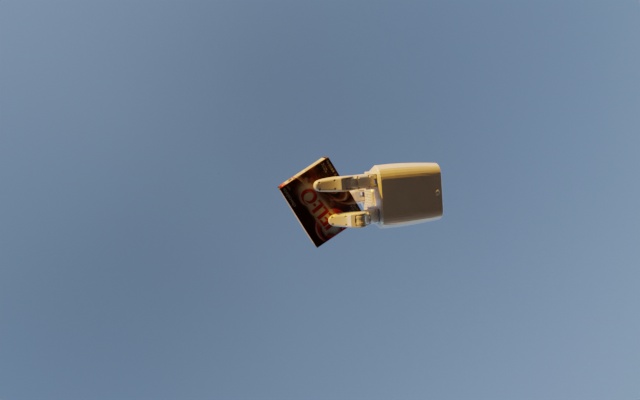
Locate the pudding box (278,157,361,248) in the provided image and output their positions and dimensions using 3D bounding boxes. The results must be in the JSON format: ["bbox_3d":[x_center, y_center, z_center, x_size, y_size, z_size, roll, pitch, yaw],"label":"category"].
[{"bbox_3d":[0.000,0.002,0.741,0.090,0.113,0.039,-34,9,-8],"label":"pudding box"}]
